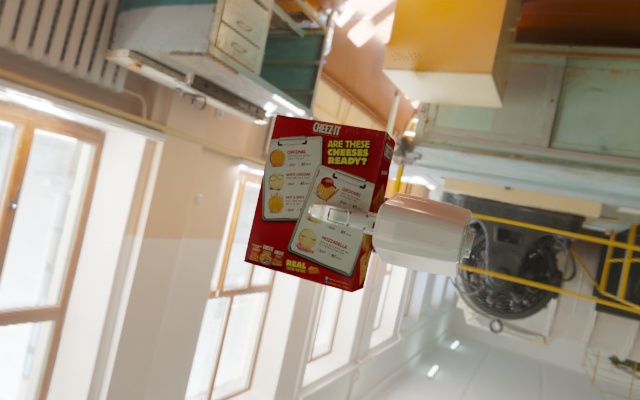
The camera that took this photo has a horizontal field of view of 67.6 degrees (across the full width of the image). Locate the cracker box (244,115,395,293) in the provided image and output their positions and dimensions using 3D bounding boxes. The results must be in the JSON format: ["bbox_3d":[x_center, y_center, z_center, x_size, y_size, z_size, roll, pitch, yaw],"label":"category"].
[{"bbox_3d":[0.000,0.002,0.666,0.164,0.213,0.072,12,-1,20],"label":"cracker box"}]
